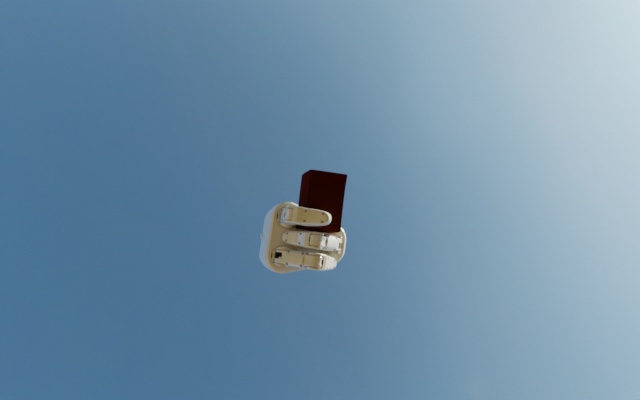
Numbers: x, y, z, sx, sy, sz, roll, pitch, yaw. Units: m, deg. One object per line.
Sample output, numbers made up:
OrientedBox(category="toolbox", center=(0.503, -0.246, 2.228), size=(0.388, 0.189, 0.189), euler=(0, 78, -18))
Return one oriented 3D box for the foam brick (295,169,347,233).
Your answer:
OrientedBox(category="foam brick", center=(0.000, 0.002, 0.642), size=(0.053, 0.078, 0.051), euler=(9, -7, -13))
